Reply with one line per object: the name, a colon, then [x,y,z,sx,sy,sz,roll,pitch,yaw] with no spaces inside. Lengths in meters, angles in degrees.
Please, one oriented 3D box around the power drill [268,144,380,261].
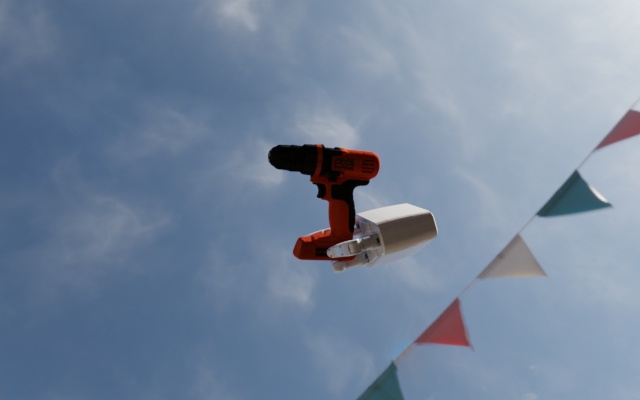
power drill: [0.000,0.003,0.782,0.184,0.188,0.057,4,10,-12]
